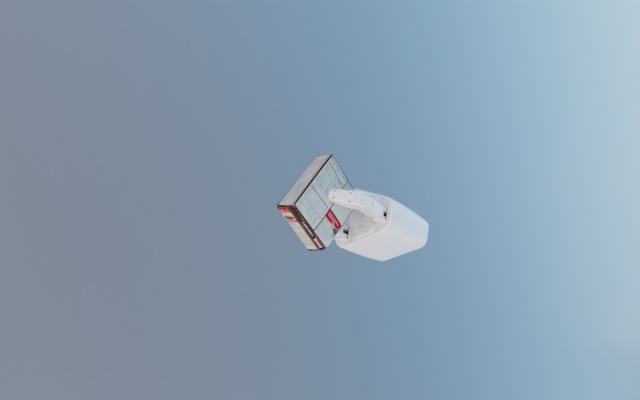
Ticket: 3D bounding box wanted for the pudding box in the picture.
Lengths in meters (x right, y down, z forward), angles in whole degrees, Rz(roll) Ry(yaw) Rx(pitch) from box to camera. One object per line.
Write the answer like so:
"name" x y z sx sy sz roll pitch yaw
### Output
"pudding box" 0.000 0.002 0.684 0.039 0.090 0.113 -7 37 44
